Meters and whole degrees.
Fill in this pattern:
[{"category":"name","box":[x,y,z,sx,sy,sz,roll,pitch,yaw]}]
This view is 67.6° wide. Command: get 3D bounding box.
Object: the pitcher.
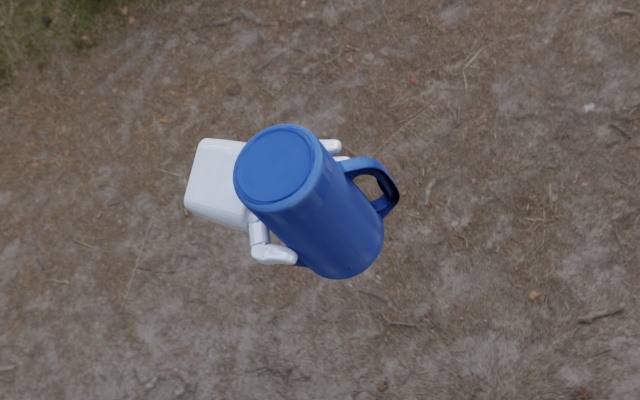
[{"category":"pitcher","box":[0.000,0.002,0.608,0.145,0.149,0.243,13,-18,25]}]
